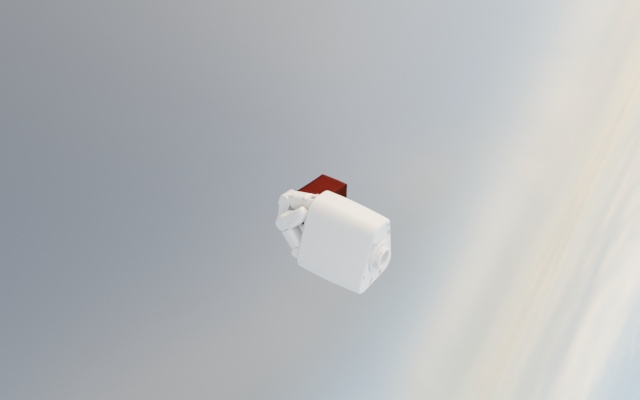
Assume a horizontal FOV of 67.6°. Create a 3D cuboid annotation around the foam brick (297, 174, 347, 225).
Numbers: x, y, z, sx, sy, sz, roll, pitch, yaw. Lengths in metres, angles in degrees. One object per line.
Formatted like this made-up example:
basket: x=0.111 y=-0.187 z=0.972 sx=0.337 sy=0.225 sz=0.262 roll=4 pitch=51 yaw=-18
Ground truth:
foam brick: x=0.000 y=0.002 z=0.751 sx=0.051 sy=0.053 sz=0.078 roll=22 pitch=38 yaw=30
